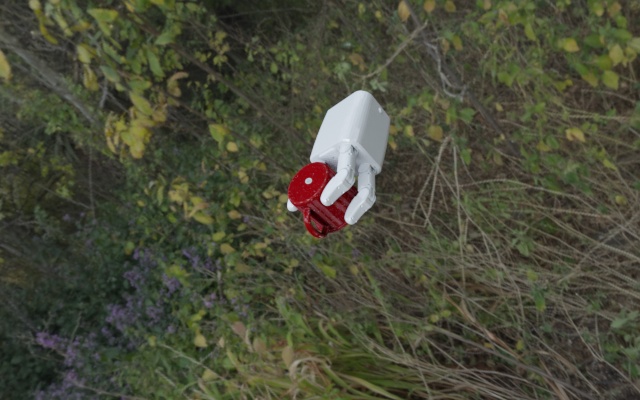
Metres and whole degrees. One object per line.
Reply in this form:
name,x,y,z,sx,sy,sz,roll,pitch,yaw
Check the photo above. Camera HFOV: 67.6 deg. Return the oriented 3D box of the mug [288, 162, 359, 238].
mug,0.000,0.004,0.748,0.093,0.117,0.081,-12,-39,39
